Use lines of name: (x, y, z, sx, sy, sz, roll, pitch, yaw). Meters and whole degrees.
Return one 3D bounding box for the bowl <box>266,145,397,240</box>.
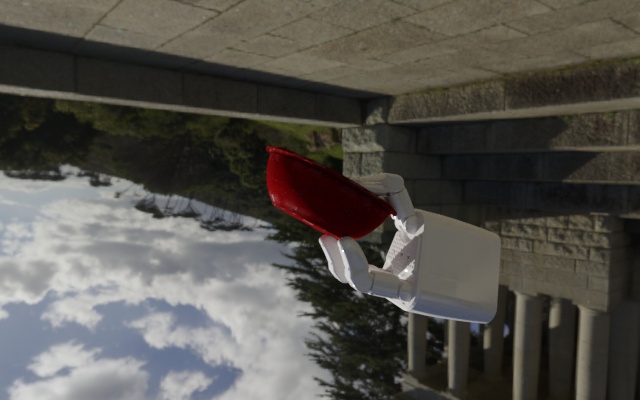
bowl: (-0.001, 0.001, 0.527, 0.162, 0.055, 0.162, 28, -4, 2)
